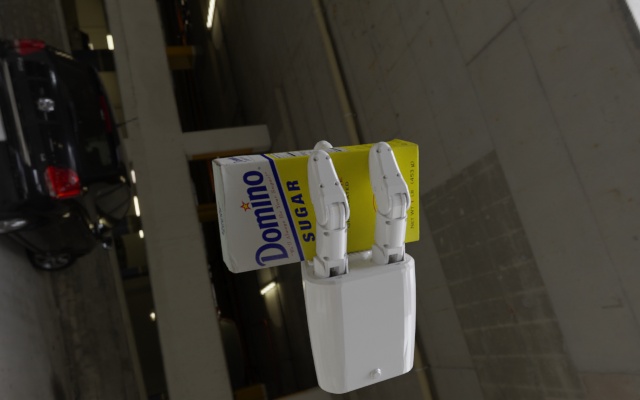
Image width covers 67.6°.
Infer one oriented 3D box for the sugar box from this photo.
[{"bbox_3d":[0.000,0.002,0.419,0.176,0.093,0.048,-9,15,-20],"label":"sugar box"}]
